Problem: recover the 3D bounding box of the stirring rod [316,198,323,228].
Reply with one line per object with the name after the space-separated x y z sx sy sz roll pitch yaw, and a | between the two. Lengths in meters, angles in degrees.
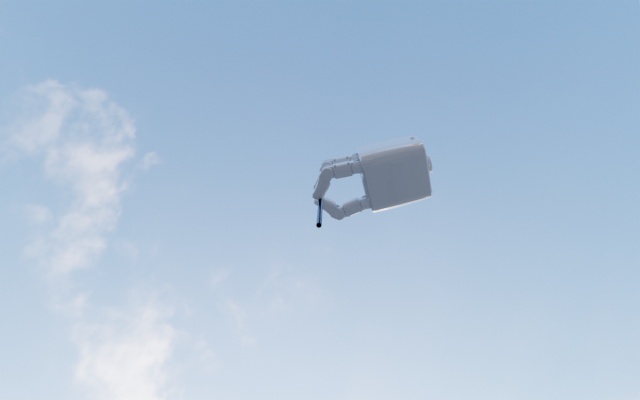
0.000 0.003 0.781 0.011 0.011 0.239 0 15 1 | stirring rod
